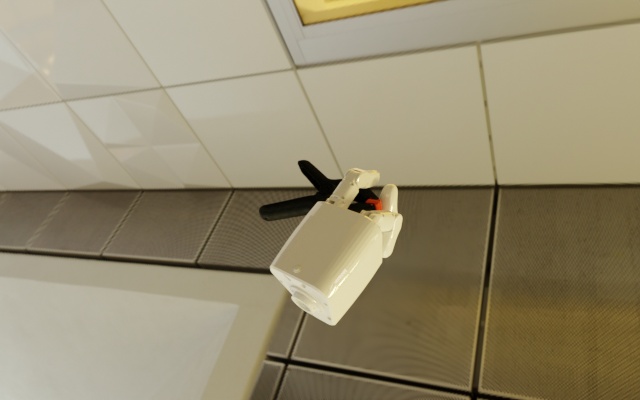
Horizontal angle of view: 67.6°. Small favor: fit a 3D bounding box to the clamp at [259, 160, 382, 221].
[{"bbox_3d":[0.000,0.003,0.658,0.171,0.120,0.039,19,-31,38],"label":"clamp"}]
